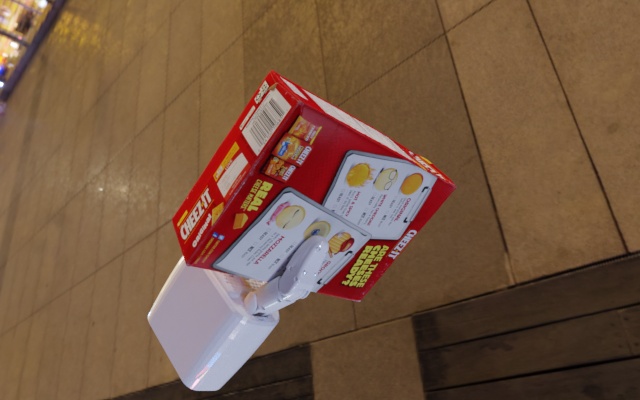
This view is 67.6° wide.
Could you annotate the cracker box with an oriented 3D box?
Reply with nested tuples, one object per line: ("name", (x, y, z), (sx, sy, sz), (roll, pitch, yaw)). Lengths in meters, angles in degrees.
("cracker box", (0.000, 0.002, 0.445), (0.214, 0.164, 0.072), (20, 24, -41))
